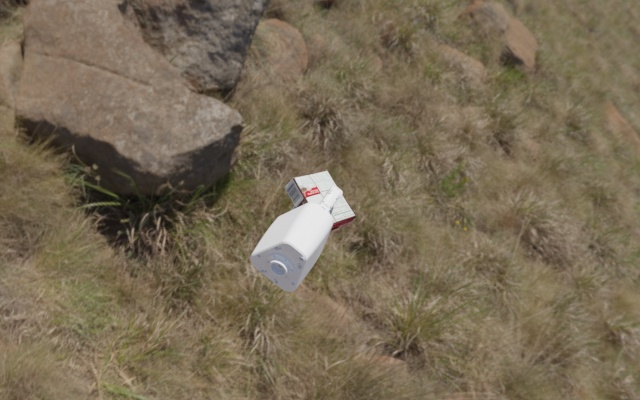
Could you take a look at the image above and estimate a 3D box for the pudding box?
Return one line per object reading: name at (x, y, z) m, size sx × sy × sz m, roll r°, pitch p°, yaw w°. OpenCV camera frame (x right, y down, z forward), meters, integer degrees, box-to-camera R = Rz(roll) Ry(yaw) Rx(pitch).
pudding box at (0.000, 0.003, 0.881) m, size 0.090 × 0.113 × 0.039 m, roll -15°, pitch -22°, yaw -42°
